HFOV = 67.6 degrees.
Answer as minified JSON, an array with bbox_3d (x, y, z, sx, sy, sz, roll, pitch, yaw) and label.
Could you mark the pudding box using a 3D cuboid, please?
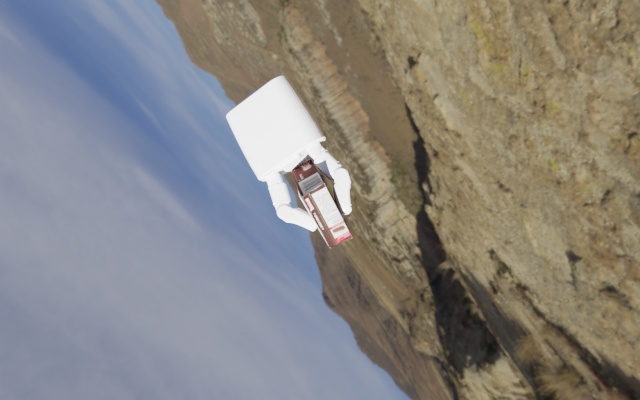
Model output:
[{"bbox_3d":[0.000,0.002,0.666,0.039,0.090,0.113,-28,23,3],"label":"pudding box"}]
